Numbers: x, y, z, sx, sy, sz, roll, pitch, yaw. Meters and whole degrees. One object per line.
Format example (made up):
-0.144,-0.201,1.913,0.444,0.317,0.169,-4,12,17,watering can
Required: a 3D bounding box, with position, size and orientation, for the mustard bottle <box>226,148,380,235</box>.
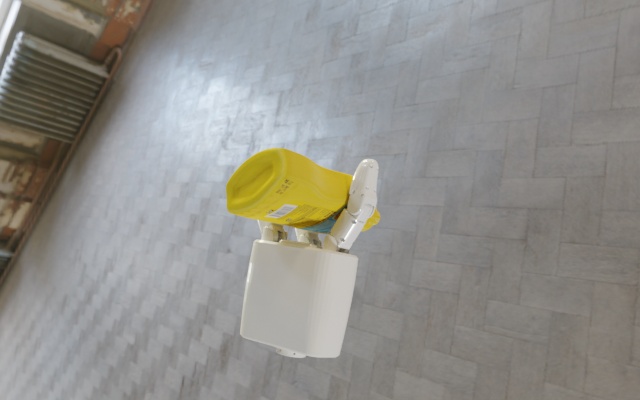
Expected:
0.000,0.001,0.523,0.192,0.058,0.096,17,-36,-42,mustard bottle
